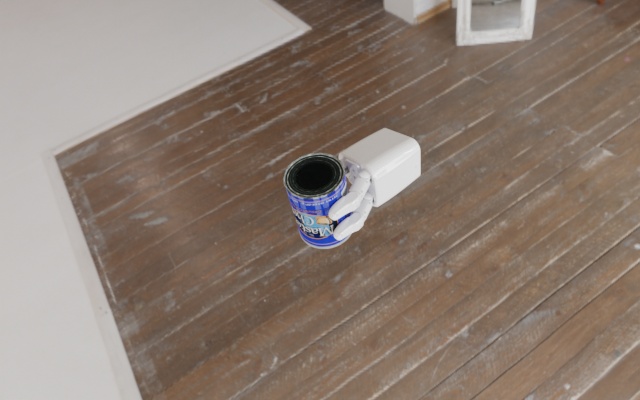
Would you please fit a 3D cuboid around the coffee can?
[{"bbox_3d":[0.000,0.003,0.829,0.103,0.102,0.140,0,-40,12],"label":"coffee can"}]
